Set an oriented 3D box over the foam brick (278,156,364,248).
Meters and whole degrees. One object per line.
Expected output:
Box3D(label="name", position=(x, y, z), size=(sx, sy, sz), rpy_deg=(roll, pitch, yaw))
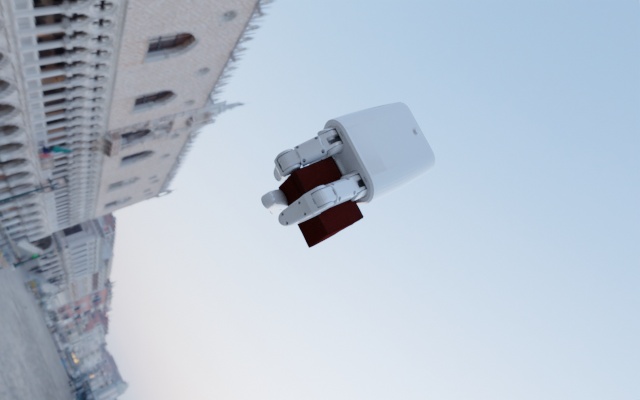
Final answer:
Box3D(label="foam brick", position=(0.000, 0.002, 0.518), size=(0.051, 0.078, 0.053), rpy_deg=(-23, -8, -32))
